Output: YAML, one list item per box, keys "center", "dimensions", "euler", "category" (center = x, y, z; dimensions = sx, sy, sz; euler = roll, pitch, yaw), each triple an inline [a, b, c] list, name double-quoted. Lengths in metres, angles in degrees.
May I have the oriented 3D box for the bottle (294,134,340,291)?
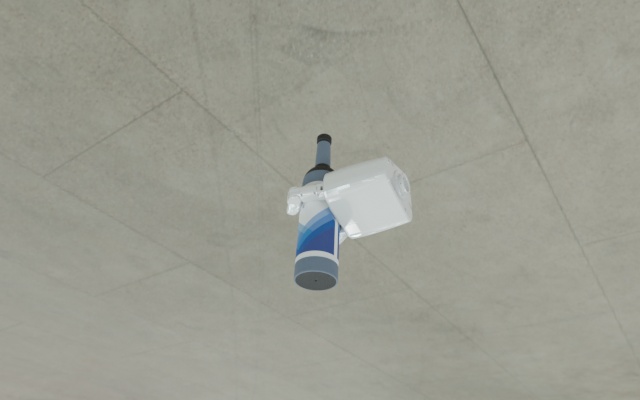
- center: [0.000, 0.003, 0.800]
  dimensions: [0.069, 0.295, 0.069]
  euler: [2, -36, 2]
  category: "bottle"
